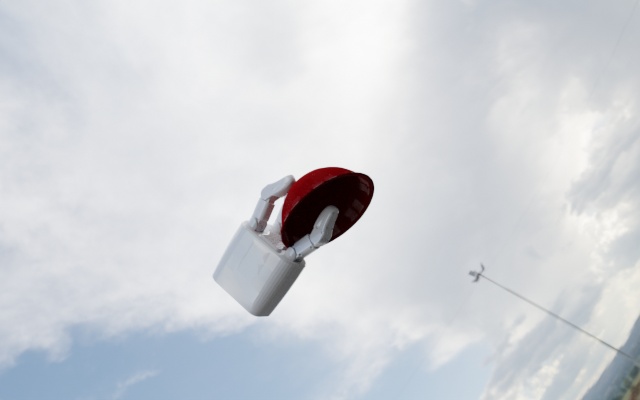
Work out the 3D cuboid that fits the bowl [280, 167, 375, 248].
[{"bbox_3d":[0.001,0.001,0.716,0.162,0.162,0.055,0,43,-45],"label":"bowl"}]
